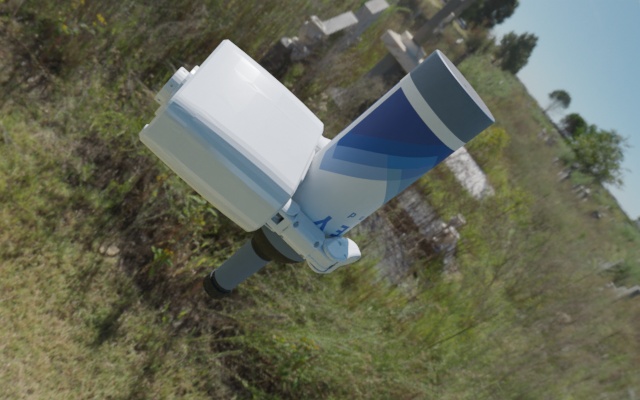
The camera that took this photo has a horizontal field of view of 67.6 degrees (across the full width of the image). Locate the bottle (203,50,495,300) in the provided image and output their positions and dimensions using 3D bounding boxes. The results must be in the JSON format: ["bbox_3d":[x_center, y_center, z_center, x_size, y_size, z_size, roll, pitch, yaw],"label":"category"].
[{"bbox_3d":[0.000,0.001,0.402,0.296,0.069,0.069,-39,-19,25],"label":"bottle"}]
